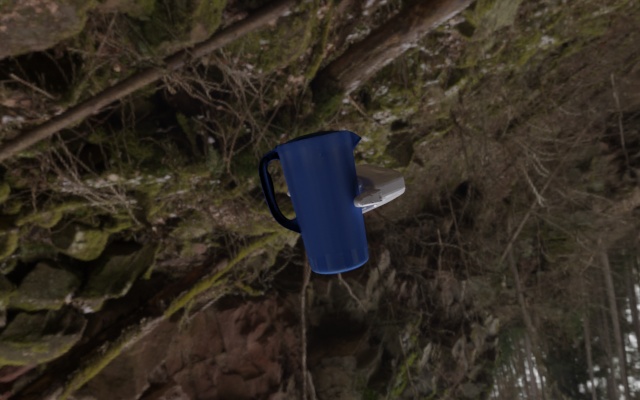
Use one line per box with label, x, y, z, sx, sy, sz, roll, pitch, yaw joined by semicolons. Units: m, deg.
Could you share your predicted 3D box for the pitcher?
pitcher;0.000;0.003;0.845;0.149;0.243;0.145;-6;9;42
